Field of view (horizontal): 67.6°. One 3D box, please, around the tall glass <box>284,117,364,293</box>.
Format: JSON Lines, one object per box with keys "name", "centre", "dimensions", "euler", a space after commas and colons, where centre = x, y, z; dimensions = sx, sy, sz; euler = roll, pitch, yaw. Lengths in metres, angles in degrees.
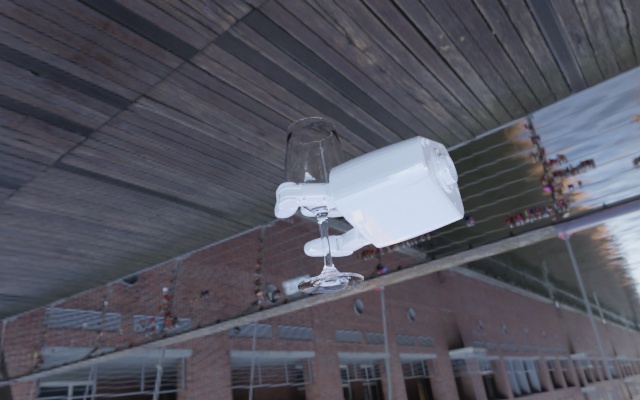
{"name": "tall glass", "centre": [0.000, 0.003, 0.565], "dimensions": [0.079, 0.201, 0.079], "euler": [-7, -24, -3]}
